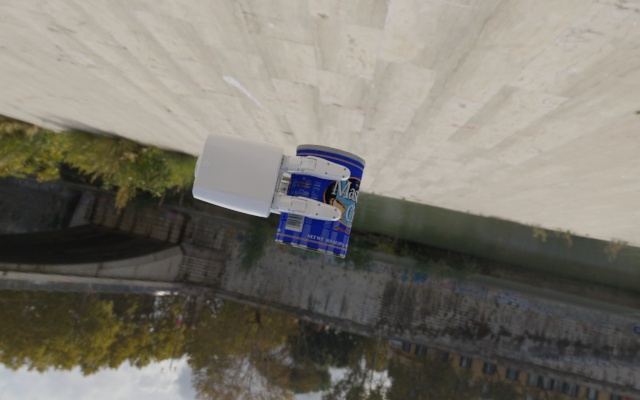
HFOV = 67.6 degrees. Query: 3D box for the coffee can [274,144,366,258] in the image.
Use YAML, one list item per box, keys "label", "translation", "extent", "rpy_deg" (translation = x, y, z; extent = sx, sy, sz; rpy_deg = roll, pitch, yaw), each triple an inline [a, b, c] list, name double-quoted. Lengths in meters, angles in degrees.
- label: "coffee can"
  translation: [0.000, 0.002, 0.682]
  extent: [0.103, 0.140, 0.103]
  rpy_deg: [13, -6, 1]
